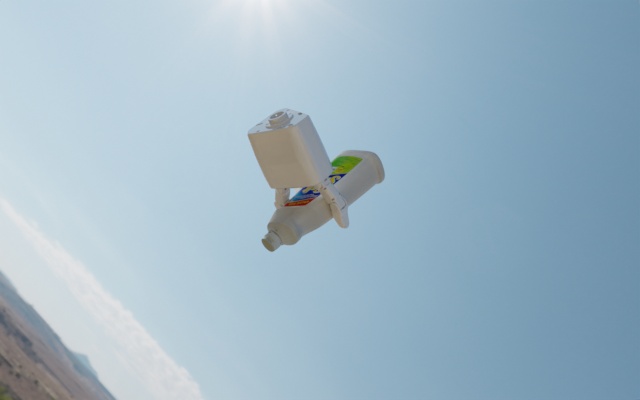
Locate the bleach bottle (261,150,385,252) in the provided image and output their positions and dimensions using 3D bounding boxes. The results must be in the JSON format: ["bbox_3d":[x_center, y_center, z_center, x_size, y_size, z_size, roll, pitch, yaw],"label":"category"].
[{"bbox_3d":[0.000,0.003,0.832,0.102,0.068,0.250,11,43,45],"label":"bleach bottle"}]
